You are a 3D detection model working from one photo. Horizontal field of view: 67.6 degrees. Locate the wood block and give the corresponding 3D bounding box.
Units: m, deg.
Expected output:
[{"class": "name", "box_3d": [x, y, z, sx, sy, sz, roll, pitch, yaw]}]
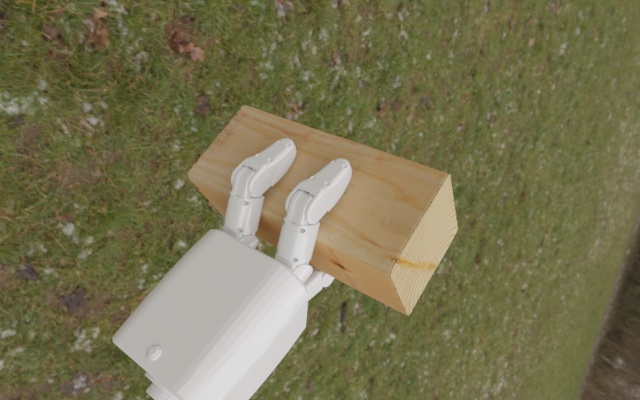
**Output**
[{"class": "wood block", "box_3d": [0.000, 0.002, 0.412, 0.206, 0.090, 0.091, 24, -21, 30]}]
